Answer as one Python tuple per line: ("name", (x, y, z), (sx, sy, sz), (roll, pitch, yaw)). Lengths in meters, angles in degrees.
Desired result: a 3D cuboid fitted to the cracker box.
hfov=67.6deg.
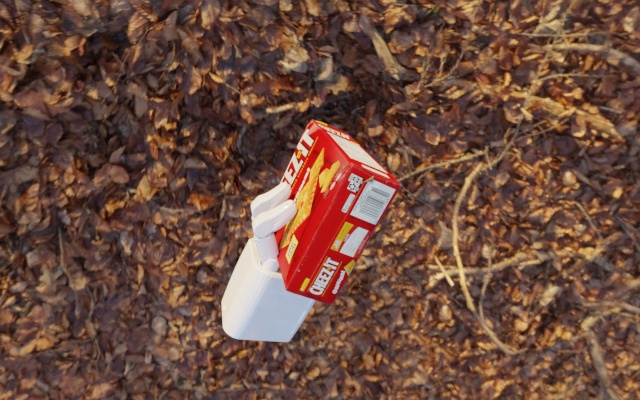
("cracker box", (0.000, 0.002, 0.610), (0.072, 0.164, 0.213), (22, 16, -21))
